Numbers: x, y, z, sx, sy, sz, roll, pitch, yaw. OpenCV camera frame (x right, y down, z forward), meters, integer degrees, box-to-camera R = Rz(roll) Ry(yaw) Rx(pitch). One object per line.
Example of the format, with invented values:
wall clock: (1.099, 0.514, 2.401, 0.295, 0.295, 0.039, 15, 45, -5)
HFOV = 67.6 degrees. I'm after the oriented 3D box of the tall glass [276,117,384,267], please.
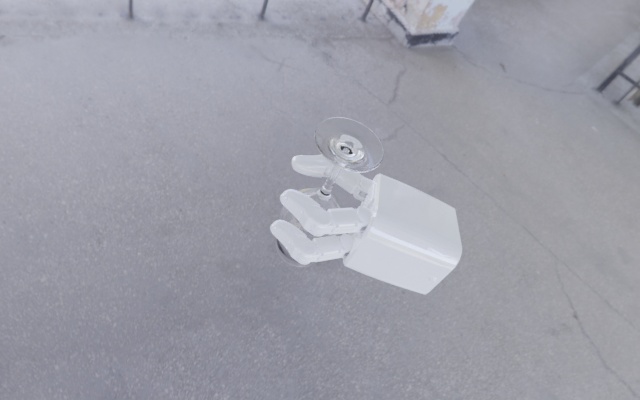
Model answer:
tall glass: (0.000, 0.001, 0.554, 0.079, 0.079, 0.201, 0, -36, -22)
